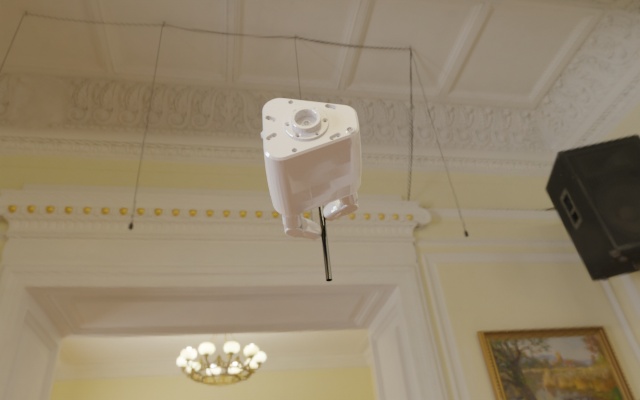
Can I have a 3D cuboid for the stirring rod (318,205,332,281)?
[{"bbox_3d":[0.000,0.002,0.673,0.011,0.239,0.011,-4,-34,-3],"label":"stirring rod"}]
